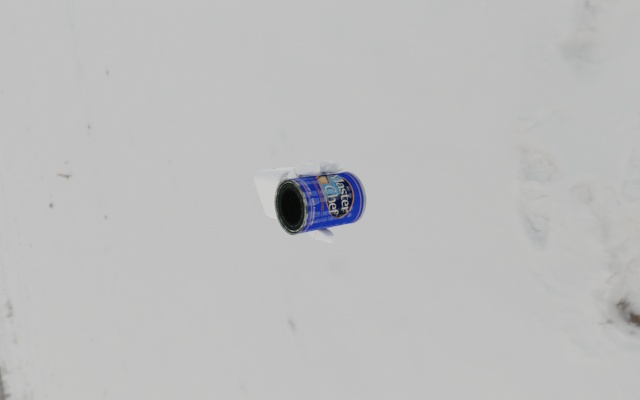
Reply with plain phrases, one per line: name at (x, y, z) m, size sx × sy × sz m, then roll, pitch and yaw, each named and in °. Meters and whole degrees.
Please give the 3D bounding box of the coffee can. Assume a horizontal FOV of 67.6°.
coffee can at (0.000, 0.003, 0.891) m, size 0.140 × 0.103 × 0.103 m, roll -9°, pitch 5°, yaw -37°
